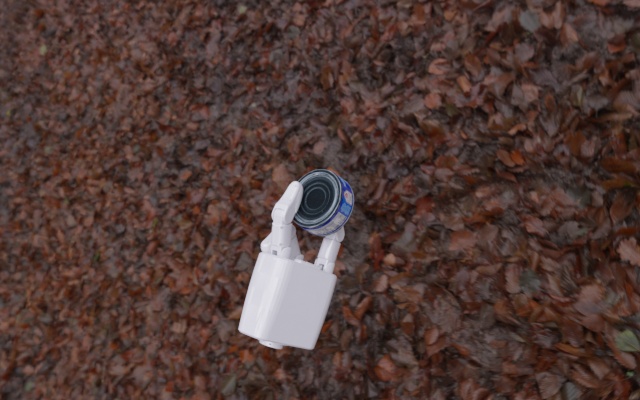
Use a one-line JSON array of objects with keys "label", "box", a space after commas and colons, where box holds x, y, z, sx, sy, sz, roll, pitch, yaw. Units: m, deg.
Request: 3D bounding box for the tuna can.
[{"label": "tuna can", "box": [0.000, 0.002, 0.637, 0.086, 0.086, 0.034, 0, -21, 34]}]
